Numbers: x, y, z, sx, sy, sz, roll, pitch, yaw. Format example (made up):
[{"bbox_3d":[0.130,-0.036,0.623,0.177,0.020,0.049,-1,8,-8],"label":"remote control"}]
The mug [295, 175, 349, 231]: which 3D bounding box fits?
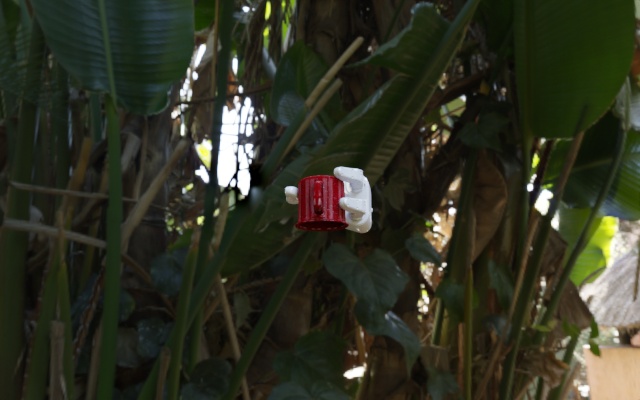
[{"bbox_3d":[0.000,0.002,0.819,0.093,0.081,0.117,-3,-14,8],"label":"mug"}]
